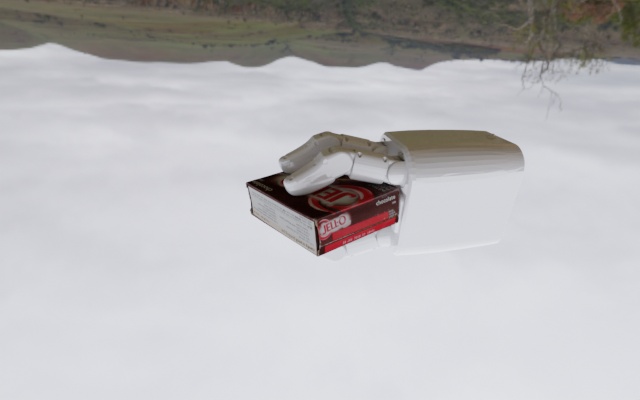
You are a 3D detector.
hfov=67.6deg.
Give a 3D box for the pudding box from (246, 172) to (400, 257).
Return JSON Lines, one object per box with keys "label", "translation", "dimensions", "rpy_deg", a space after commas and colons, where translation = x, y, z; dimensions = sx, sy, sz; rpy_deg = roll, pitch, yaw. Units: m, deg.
{"label": "pudding box", "translation": [0.000, 0.002, 0.426], "dimensions": [0.090, 0.039, 0.113], "rpy_deg": [-19, 25, -33]}
